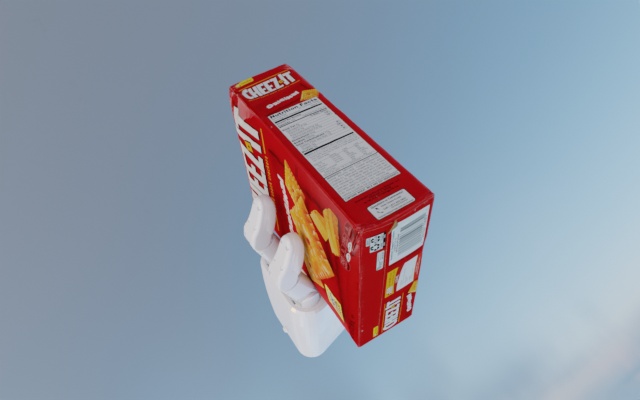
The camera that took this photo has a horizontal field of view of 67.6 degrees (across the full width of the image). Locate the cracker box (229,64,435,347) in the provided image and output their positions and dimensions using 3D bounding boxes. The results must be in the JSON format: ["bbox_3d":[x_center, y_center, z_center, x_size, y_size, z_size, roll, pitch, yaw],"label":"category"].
[{"bbox_3d":[0.000,0.001,0.437,0.072,0.164,0.213,-26,51,-20],"label":"cracker box"}]
